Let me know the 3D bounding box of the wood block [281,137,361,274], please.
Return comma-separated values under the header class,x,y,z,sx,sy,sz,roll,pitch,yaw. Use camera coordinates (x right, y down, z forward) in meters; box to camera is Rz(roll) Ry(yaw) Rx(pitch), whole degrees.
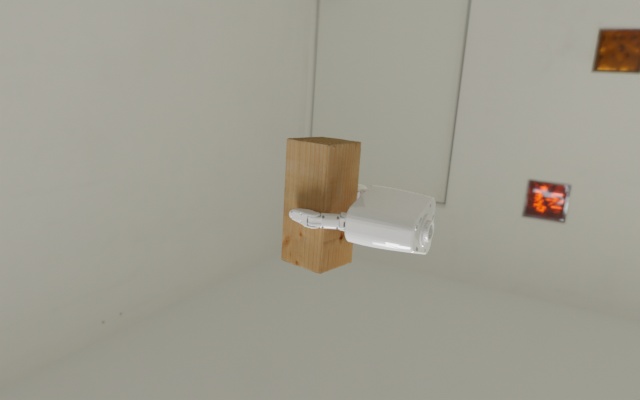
class,x,y,z,sx,sy,sz,roll,pitch,yaw
wood block,0.000,0.003,0.790,0.090,0.206,0.091,14,16,39
